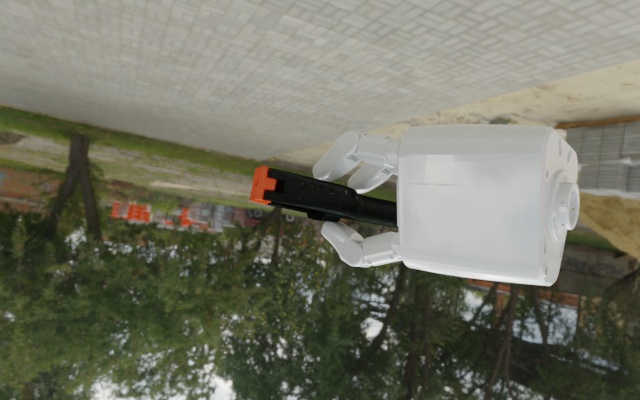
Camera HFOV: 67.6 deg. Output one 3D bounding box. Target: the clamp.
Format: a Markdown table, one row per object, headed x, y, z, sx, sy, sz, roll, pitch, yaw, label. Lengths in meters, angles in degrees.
| x | y | z | sx | sy | sz | roll | pitch | yaw | label |
| --- | --- | --- | --- | --- | --- | --- | --- | --- | --- |
| 0.000 | 0.002 | 0.460 | 0.164 | 0.036 | 0.210 | 5 | -5 | 40 | clamp |
